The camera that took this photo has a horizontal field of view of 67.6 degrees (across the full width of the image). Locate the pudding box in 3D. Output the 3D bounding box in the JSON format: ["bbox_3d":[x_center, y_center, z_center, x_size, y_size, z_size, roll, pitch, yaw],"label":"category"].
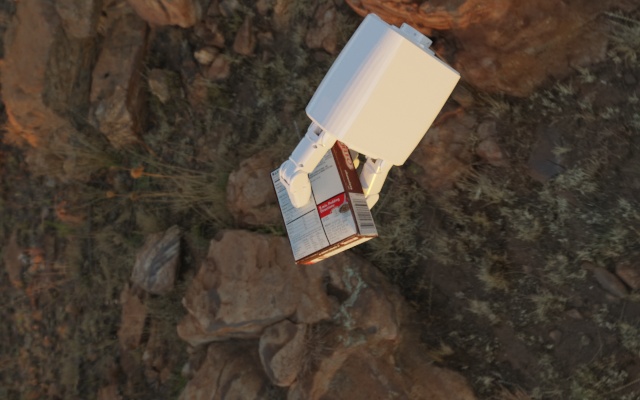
[{"bbox_3d":[0.000,0.002,0.511,0.090,0.113,0.039,-28,-21,32],"label":"pudding box"}]
